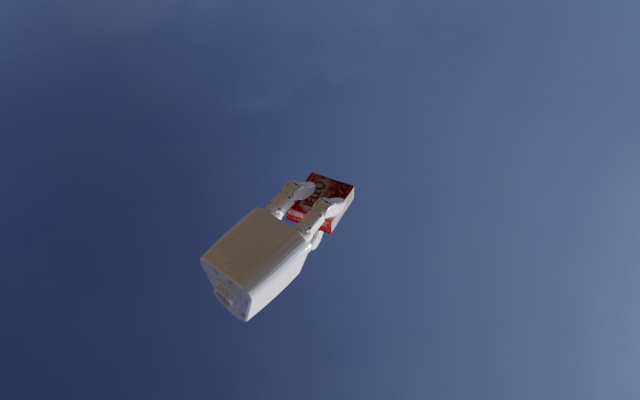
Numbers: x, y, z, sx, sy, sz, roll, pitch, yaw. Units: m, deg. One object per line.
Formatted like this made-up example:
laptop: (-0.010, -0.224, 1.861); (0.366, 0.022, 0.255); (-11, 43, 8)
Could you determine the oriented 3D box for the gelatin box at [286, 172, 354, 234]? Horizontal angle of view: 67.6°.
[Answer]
gelatin box: (0.000, 0.002, 0.711); (0.073, 0.030, 0.089); (19, 46, 18)
